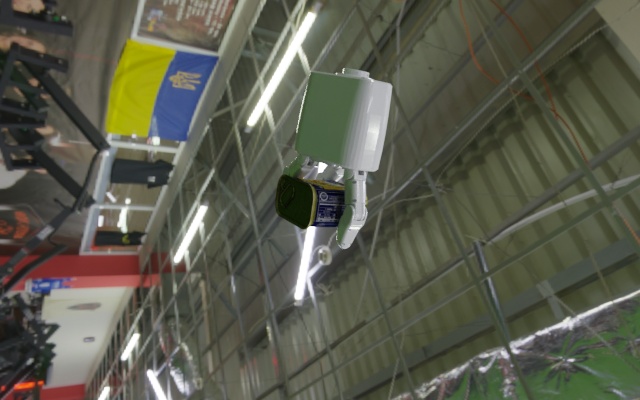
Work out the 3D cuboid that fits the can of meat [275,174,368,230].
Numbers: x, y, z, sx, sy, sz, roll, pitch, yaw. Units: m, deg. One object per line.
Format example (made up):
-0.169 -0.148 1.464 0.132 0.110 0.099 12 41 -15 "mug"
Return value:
0.000 0.002 0.629 0.084 0.057 0.102 3 11 -31 "can of meat"
